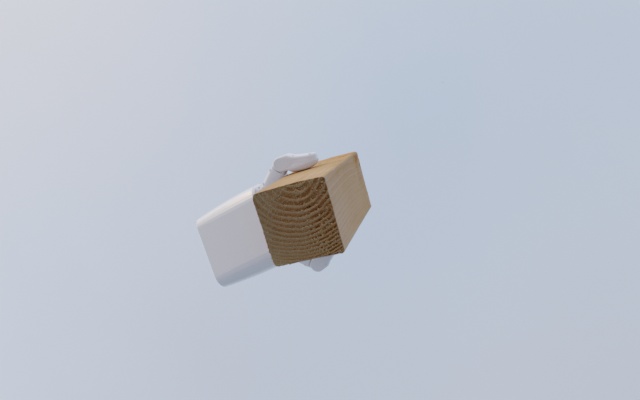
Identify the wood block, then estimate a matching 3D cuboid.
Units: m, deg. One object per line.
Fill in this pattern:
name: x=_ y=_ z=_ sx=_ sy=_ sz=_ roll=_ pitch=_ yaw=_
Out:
wood block: x=0.000 y=0.002 z=0.626 sx=0.090 sy=0.091 sz=0.206 roll=-14 pitch=10 yaw=17
